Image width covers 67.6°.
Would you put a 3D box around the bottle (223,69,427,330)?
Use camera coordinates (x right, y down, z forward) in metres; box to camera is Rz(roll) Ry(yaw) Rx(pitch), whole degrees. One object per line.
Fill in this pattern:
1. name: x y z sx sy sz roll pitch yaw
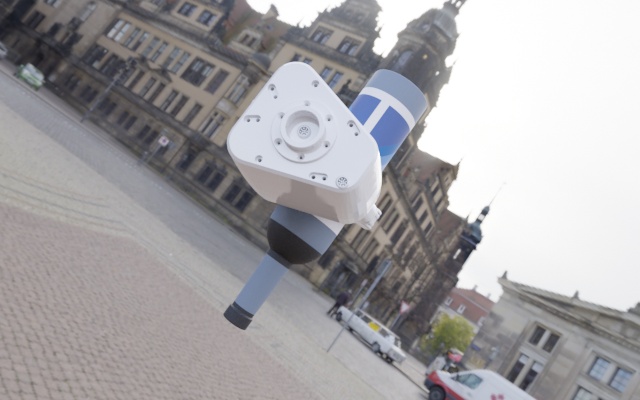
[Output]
1. bottle: 0.000 0.001 0.489 0.069 0.295 0.069 35 -7 5
